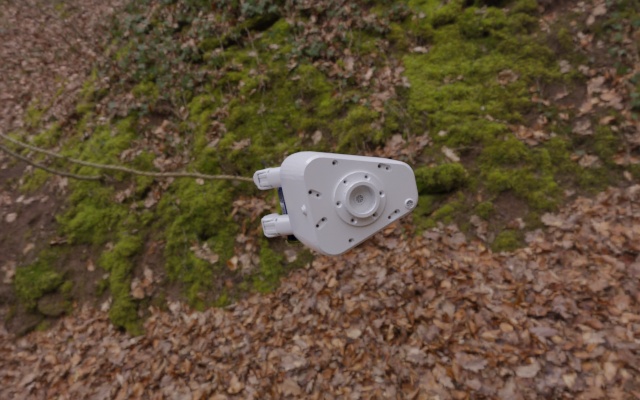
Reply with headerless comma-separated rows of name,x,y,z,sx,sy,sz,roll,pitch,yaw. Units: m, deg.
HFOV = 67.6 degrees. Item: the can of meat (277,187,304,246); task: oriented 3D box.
can of meat,0.000,0.002,0.581,0.102,0.084,0.057,-13,7,-8
